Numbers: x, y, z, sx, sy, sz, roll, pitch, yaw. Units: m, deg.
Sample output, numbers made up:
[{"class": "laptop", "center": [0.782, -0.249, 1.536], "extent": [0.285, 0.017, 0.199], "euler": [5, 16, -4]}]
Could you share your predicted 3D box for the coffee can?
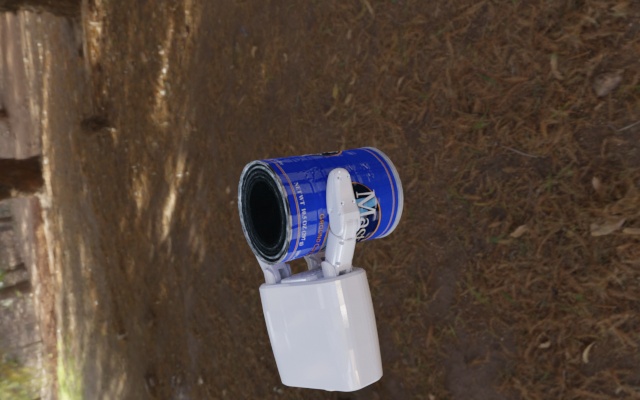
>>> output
[{"class": "coffee can", "center": [0.000, 0.001, 0.496], "extent": [0.140, 0.103, 0.103], "euler": [-11, 6, -34]}]
